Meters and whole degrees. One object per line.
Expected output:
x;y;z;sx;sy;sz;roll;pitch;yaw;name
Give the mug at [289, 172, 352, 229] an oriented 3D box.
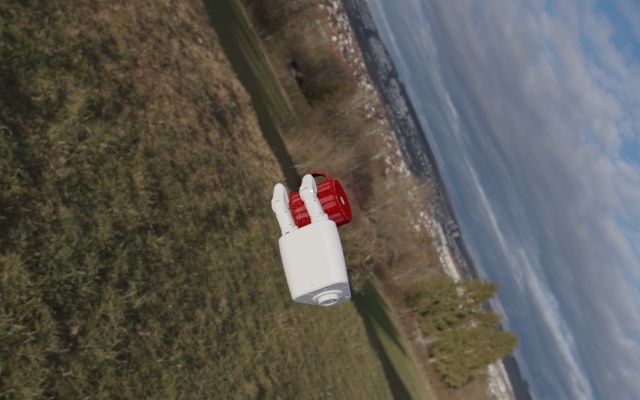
0.000;0.001;0.825;0.081;0.117;0.093;-22;-29;15;mug
